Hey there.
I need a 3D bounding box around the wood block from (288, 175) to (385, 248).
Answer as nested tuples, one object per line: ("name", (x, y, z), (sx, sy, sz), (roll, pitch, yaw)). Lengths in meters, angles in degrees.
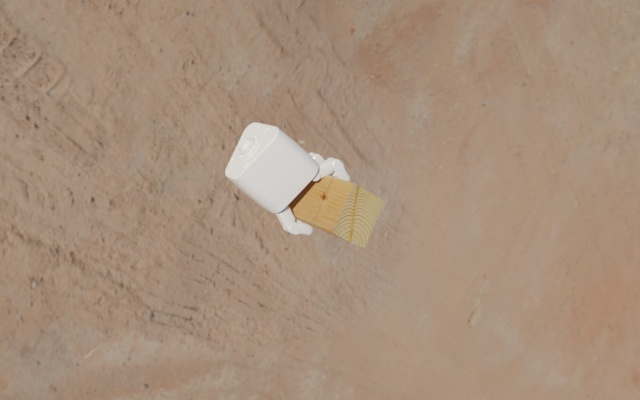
("wood block", (0.000, 0.003, 0.862), (0.090, 0.091, 0.206), (28, -4, -42))
